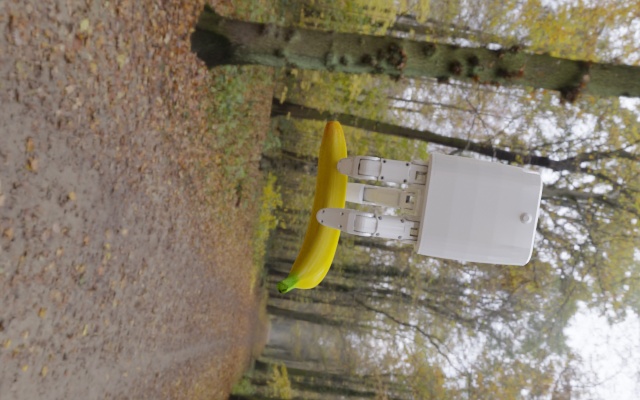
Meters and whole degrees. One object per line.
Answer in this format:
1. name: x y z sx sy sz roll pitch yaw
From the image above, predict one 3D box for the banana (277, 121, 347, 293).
1. banana: 0.003 0.012 0.515 0.037 0.197 0.070 8 -22 16
